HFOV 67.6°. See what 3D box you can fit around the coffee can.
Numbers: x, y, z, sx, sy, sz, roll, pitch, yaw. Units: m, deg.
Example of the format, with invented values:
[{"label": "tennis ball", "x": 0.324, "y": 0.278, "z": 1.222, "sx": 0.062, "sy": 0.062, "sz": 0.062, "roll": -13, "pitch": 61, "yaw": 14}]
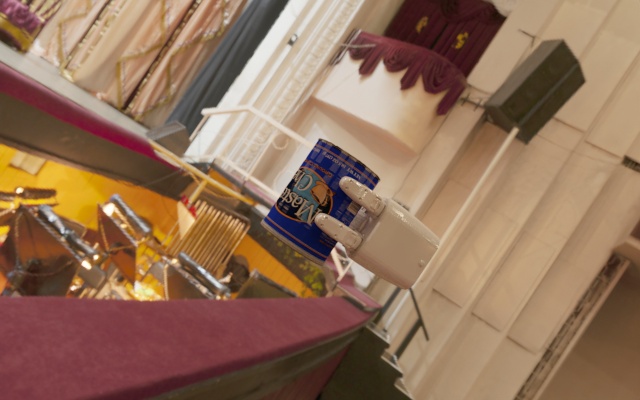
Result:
[{"label": "coffee can", "x": 0.000, "y": 0.002, "z": 0.647, "sx": 0.103, "sy": 0.140, "sz": 0.103, "roll": 34, "pitch": -1, "yaw": 1}]
